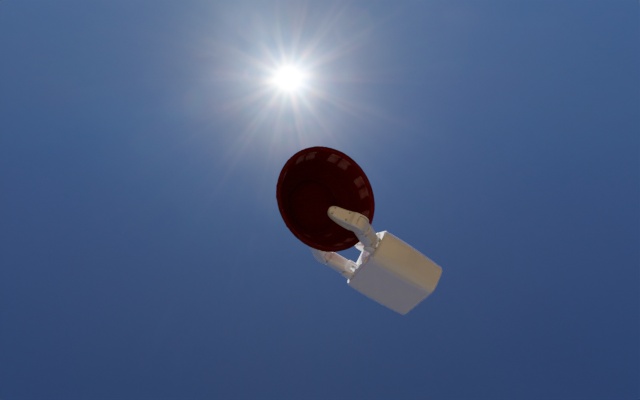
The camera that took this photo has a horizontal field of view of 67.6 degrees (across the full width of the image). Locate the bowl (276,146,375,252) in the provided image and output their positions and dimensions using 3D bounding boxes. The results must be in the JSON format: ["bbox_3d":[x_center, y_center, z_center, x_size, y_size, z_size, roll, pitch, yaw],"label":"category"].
[{"bbox_3d":[-0.001,0.001,0.726,0.162,0.162,0.055,0,-14,-26],"label":"bowl"}]
